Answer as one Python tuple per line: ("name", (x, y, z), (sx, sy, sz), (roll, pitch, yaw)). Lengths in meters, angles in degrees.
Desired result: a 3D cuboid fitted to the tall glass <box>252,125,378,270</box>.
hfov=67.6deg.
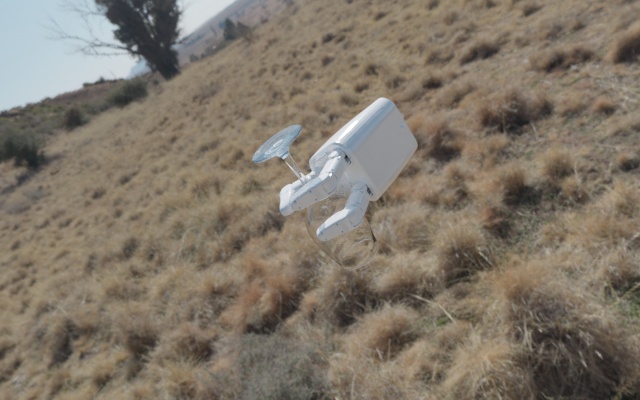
("tall glass", (0.000, 0.002, 0.629), (0.079, 0.201, 0.079), (-30, 24, 15))
